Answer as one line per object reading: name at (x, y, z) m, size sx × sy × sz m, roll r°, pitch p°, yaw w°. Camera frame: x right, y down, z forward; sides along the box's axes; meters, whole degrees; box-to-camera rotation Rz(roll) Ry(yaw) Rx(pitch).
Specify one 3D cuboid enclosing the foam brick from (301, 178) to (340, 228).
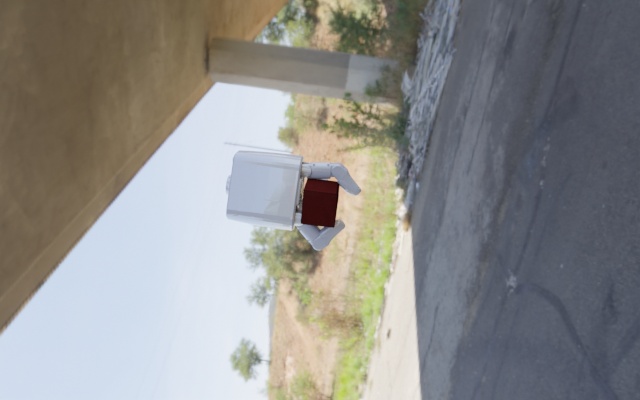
foam brick at (0.000, 0.002, 0.717) m, size 0.051 × 0.053 × 0.078 m, roll 7°, pitch 16°, yaw 1°
